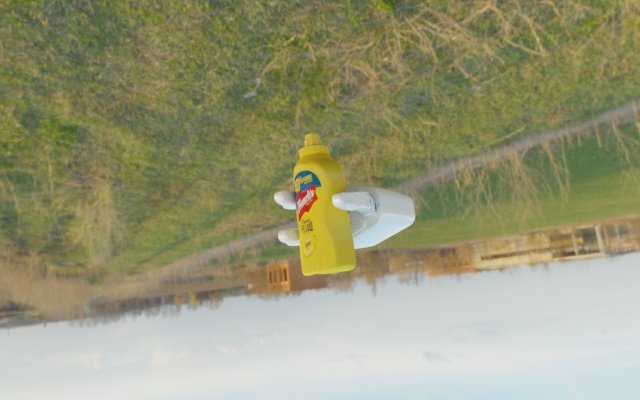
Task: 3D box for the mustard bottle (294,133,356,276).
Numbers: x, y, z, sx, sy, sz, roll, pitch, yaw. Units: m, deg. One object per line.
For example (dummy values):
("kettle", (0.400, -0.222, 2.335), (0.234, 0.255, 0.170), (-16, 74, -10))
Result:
("mustard bottle", (0.000, 0.002, 0.646), (0.058, 0.191, 0.096), (-1, -11, -27))
